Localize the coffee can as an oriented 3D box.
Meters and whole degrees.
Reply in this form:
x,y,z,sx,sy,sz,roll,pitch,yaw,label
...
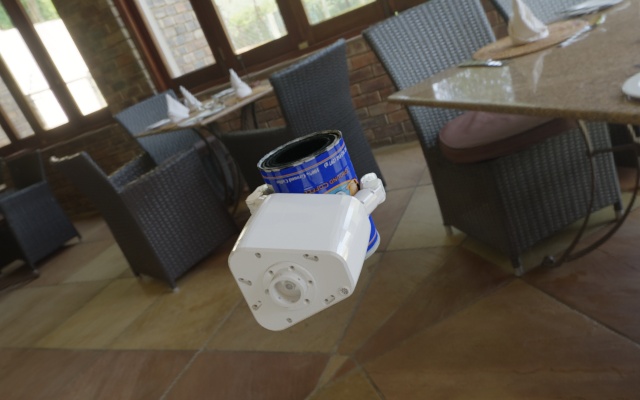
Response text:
x,y,z,sx,sy,sz,roll,pitch,yaw,label
0.000,0.002,0.564,0.103,0.140,0.102,-19,21,8,coffee can
